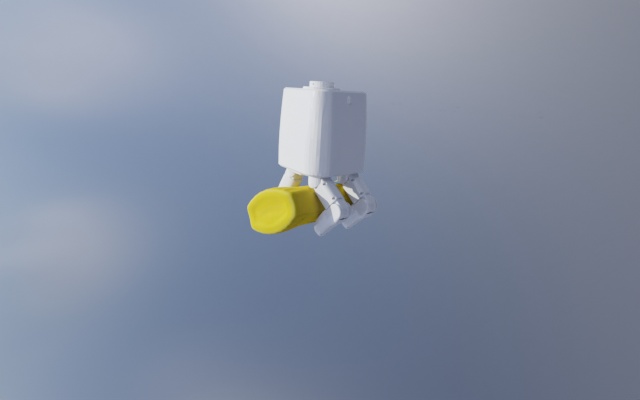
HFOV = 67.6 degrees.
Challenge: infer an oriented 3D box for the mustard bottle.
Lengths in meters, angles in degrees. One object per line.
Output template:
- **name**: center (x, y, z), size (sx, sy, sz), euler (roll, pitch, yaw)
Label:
- **mustard bottle**: center (0.000, 0.003, 0.666), size (0.191, 0.058, 0.096), euler (-11, -6, -45)
